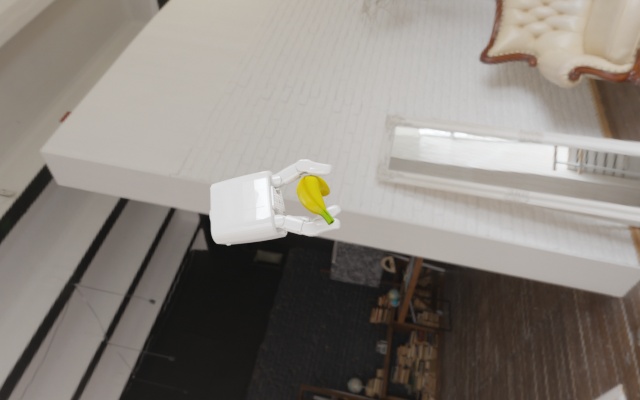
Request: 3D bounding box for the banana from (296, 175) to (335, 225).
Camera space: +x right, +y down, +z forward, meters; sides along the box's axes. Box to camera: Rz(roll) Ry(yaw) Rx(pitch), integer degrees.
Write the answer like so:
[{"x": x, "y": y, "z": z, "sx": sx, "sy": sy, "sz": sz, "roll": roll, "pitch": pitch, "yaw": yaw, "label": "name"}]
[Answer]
[{"x": -0.010, "y": -0.011, "z": 0.795, "sx": 0.037, "sy": 0.069, "sz": 0.197, "roll": -33, "pitch": 13, "yaw": 9, "label": "banana"}]
